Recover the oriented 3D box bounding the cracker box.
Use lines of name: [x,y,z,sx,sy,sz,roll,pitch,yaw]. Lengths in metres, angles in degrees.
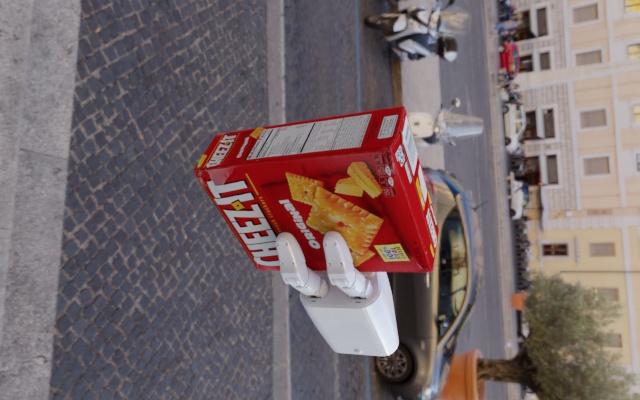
cracker box: [0.000,0.002,0.500,0.214,0.164,0.072,-4,41,25]
